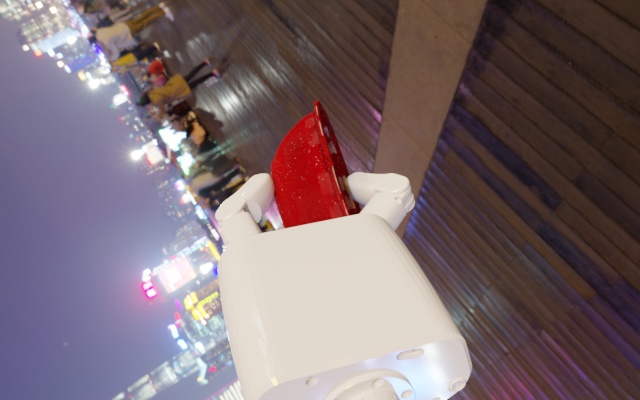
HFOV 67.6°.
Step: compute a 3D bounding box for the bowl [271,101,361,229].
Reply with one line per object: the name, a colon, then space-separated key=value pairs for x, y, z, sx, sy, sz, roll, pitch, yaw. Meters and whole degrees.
bowl: x=0.000 y=0.001 z=0.406 sx=0.055 sy=0.162 sz=0.162 roll=-18 pitch=-3 yaw=8
